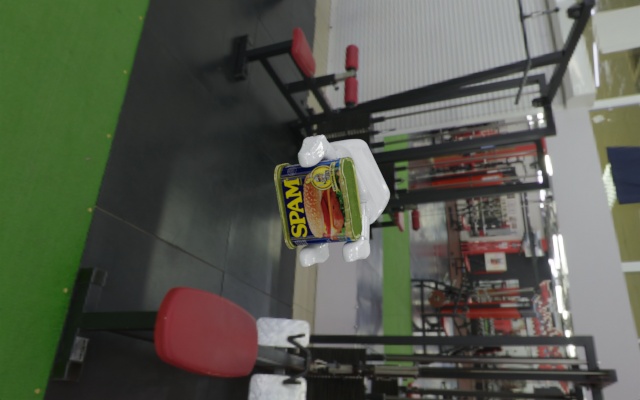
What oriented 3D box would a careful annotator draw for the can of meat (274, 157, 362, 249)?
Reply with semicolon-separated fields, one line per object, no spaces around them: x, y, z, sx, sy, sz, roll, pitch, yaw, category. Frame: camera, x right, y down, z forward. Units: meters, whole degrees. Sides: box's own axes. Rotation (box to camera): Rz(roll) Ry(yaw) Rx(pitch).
0.000;0.002;0.563;0.084;0.102;0.057;-7;7;20;can of meat
